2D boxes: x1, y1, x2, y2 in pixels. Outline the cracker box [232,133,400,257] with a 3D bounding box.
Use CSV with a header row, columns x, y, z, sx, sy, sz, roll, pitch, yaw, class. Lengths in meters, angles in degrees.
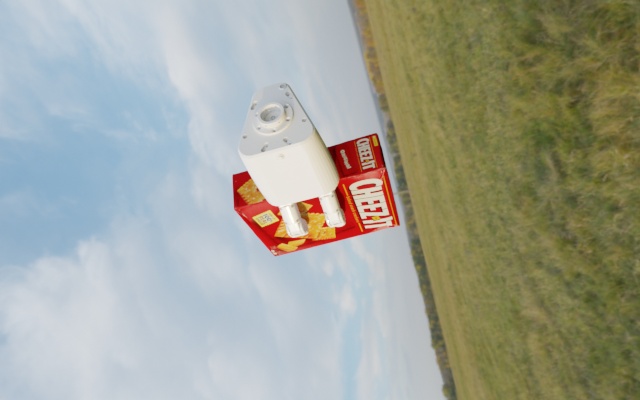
x,y,z,sx,sy,sz,roll,pitch,yaw,class
0.000,0.002,0.709,0.214,0.072,0.164,-14,-34,8,cracker box
